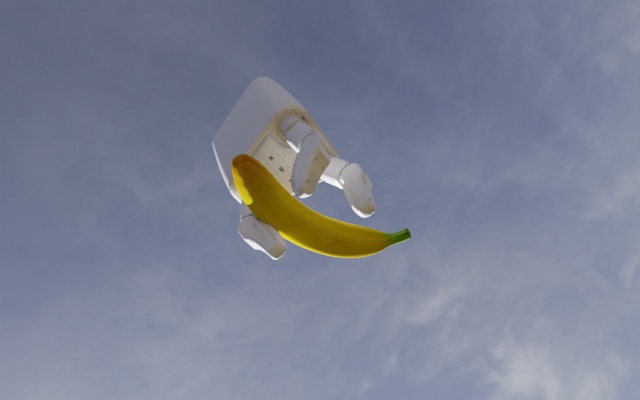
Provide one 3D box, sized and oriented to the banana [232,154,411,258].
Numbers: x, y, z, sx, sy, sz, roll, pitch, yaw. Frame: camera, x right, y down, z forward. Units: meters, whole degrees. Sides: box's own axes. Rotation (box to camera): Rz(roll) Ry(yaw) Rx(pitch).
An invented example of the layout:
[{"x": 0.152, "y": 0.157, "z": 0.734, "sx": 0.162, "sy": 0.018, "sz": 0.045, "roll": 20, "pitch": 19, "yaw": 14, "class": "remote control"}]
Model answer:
[{"x": -0.008, "y": 0.016, "z": 0.451, "sx": 0.198, "sy": 0.070, "sz": 0.037, "roll": 23, "pitch": 30, "yaw": -30, "class": "banana"}]
